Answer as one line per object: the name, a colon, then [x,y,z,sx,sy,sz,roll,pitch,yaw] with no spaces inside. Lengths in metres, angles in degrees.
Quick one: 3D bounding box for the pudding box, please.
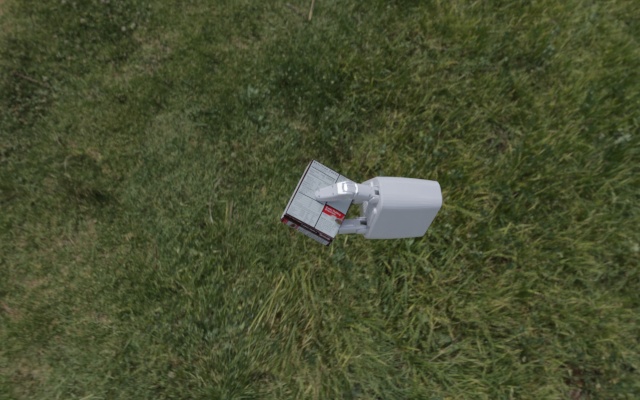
pudding box: [0.000,0.002,0.759,0.090,0.113,0.039,28,-27,-4]
